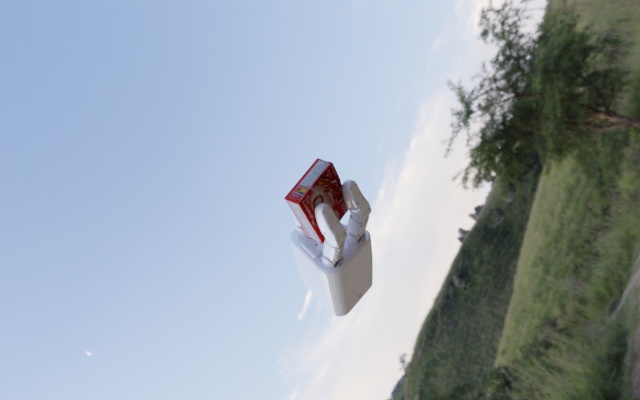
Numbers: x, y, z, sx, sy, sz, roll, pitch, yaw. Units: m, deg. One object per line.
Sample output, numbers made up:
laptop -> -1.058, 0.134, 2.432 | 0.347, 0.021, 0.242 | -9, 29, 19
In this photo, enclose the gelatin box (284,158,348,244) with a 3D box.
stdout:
gelatin box -> 0.000, 0.002, 0.624 | 0.030, 0.073, 0.089 | 20, -29, 38
